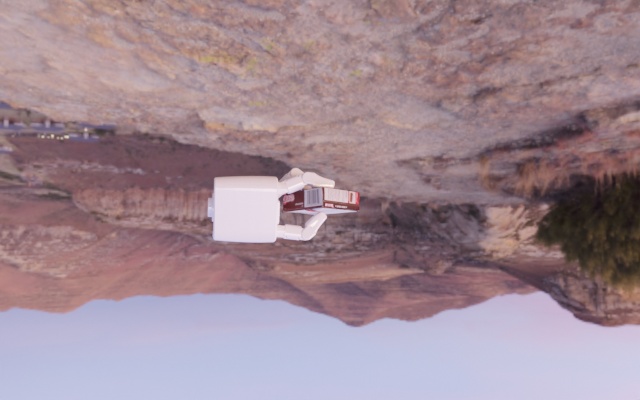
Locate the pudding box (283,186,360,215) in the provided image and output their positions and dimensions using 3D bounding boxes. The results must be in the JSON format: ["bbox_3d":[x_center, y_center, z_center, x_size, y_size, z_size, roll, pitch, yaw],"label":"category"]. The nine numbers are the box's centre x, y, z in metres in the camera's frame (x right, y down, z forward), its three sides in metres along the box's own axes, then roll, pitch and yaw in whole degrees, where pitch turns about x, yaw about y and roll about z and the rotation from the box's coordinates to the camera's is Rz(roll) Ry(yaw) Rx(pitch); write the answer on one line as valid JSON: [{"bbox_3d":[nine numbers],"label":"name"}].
[{"bbox_3d":[0.000,0.003,0.851,0.090,0.039,0.113,6,-7,-40],"label":"pudding box"}]
